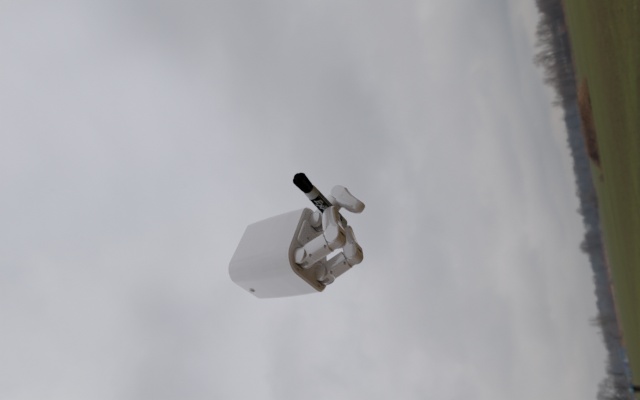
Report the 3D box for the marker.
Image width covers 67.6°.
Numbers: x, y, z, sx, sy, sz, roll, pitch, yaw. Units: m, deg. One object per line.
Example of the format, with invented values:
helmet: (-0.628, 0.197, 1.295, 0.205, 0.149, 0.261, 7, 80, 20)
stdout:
marker: (0.000, 0.002, 0.631, 0.020, 0.020, 0.121, 0, -32, 36)
